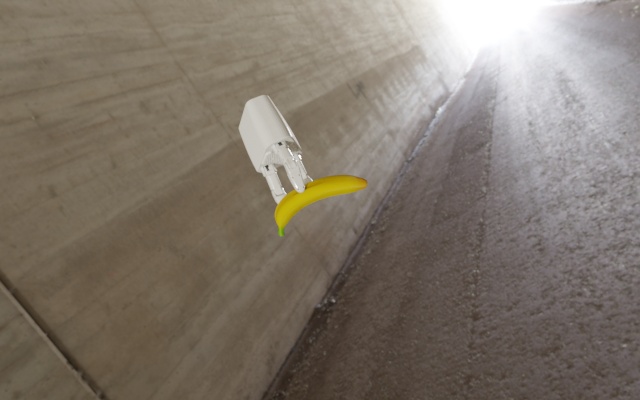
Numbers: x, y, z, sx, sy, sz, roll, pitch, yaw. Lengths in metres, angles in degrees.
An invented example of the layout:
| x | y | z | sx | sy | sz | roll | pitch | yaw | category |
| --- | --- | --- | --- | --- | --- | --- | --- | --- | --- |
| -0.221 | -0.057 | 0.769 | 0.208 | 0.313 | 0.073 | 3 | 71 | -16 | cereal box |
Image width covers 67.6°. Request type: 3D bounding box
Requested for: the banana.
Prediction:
| x | y | z | sx | sy | sz | roll | pitch | yaw | category |
| --- | --- | --- | --- | --- | --- | --- | --- | --- | --- |
| -0.012 | -0.006 | 0.884 | 0.198 | 0.037 | 0.070 | -29 | -46 | 12 | banana |
